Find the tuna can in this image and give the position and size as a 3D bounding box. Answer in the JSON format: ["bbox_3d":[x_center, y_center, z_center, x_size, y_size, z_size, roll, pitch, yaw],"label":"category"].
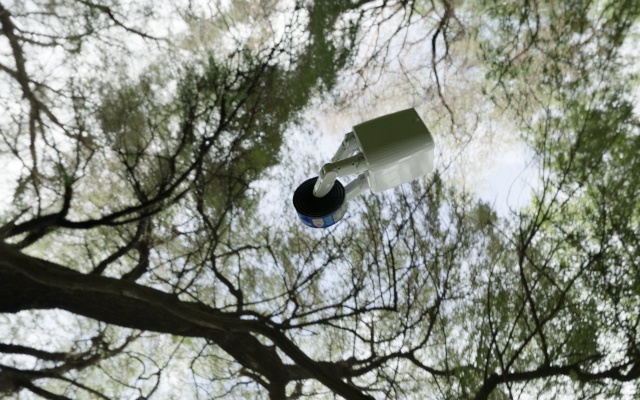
[{"bbox_3d":[0.000,0.003,0.765,0.086,0.086,0.034,0,-38,15],"label":"tuna can"}]
